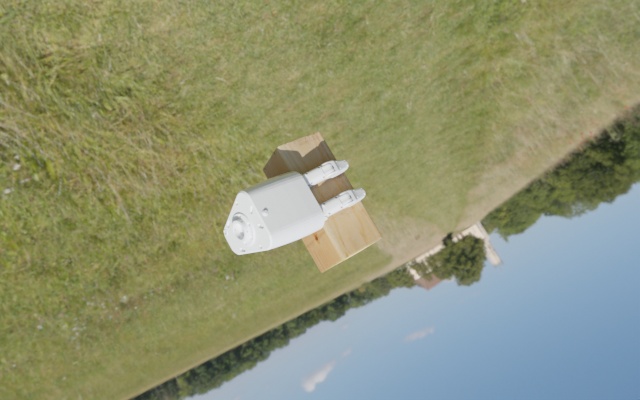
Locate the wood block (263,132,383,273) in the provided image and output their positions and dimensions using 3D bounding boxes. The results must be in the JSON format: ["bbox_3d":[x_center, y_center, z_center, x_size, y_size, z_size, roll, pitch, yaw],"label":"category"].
[{"bbox_3d":[0.000,0.003,0.799,0.090,0.206,0.091,-25,-10,-31],"label":"wood block"}]
